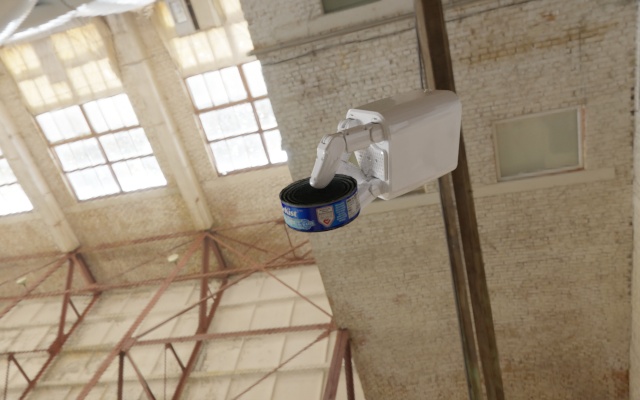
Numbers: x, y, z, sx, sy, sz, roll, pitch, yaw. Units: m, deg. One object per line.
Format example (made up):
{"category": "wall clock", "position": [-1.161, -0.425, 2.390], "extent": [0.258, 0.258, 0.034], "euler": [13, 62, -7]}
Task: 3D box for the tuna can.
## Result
{"category": "tuna can", "position": [0.000, 0.002, 0.519], "extent": [0.086, 0.034, 0.086], "euler": [-9, 22, 4]}
